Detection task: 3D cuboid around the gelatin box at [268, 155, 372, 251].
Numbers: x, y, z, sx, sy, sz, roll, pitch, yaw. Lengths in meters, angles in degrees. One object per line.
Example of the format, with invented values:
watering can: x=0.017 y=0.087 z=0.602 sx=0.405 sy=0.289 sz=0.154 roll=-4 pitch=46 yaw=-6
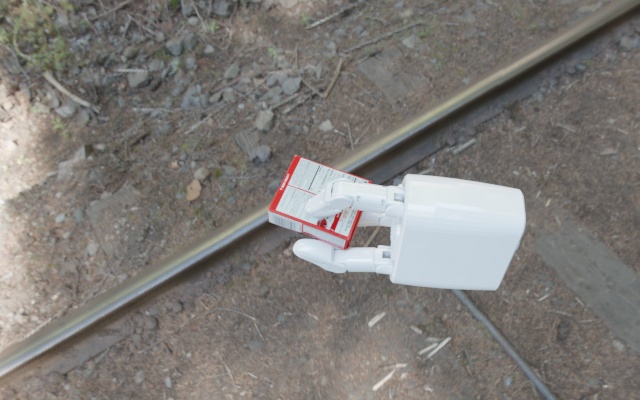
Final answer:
gelatin box: x=0.000 y=0.001 z=0.493 sx=0.089 sy=0.073 sz=0.030 roll=20 pitch=-28 yaw=6
